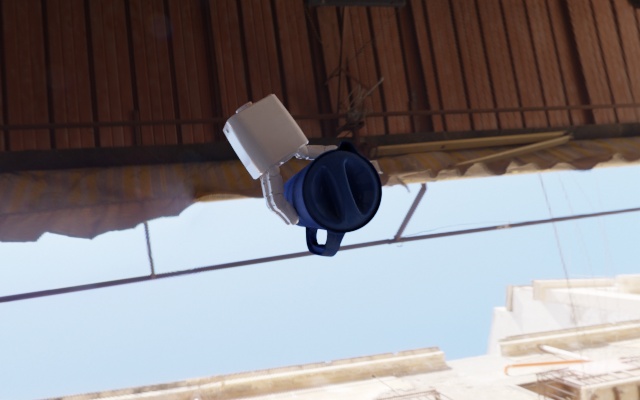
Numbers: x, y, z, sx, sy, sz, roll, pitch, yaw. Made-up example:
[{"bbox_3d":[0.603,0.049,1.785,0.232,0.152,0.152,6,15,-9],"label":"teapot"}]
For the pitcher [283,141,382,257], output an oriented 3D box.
[{"bbox_3d":[0.000,0.003,0.850,0.149,0.145,0.243,-38,7,-16],"label":"pitcher"}]
